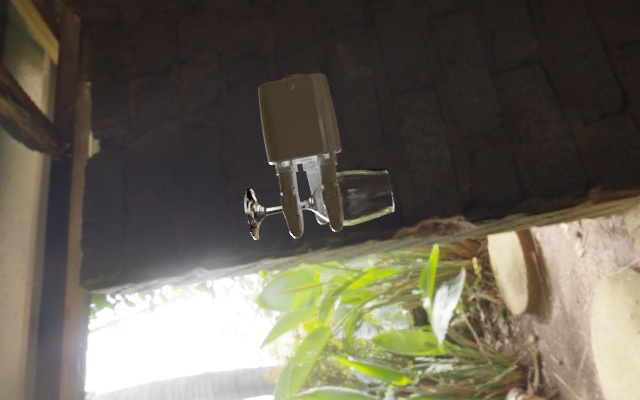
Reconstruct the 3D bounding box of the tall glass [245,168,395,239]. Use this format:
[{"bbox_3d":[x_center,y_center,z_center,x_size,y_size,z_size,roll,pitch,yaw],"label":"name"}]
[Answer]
[{"bbox_3d":[-0.001,0.002,0.675,0.201,0.079,0.079,-10,-1,6],"label":"tall glass"}]
